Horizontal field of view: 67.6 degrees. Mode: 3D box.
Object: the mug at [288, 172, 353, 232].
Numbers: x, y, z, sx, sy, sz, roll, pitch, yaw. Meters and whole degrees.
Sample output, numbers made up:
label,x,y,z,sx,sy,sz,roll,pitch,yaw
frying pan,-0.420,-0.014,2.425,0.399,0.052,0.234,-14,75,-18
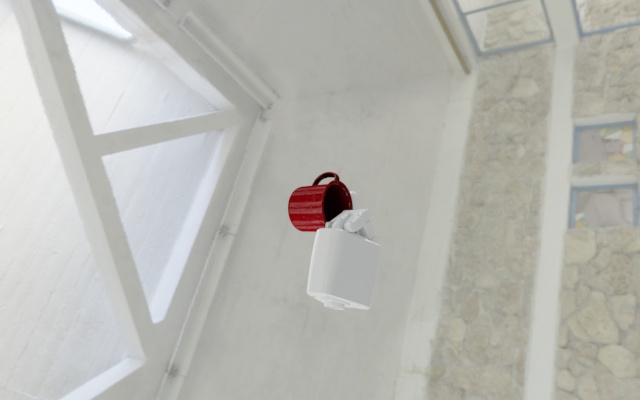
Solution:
label,x,y,z,sx,sy,sz,roll,pitch,yaw
mug,0.000,0.001,0.835,0.081,0.117,0.093,-4,-26,37
